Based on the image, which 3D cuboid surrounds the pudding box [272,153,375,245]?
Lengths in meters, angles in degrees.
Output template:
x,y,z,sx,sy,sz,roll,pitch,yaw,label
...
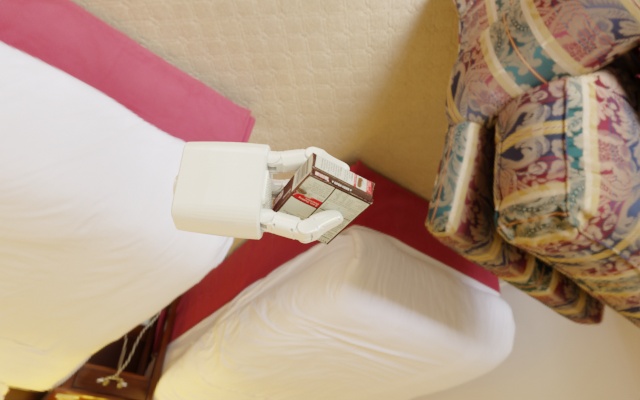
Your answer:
x,y,z,sx,sy,sz,roll,pitch,yaw,label
0.000,0.002,0.602,0.090,0.039,0.113,25,-41,-19,pudding box
